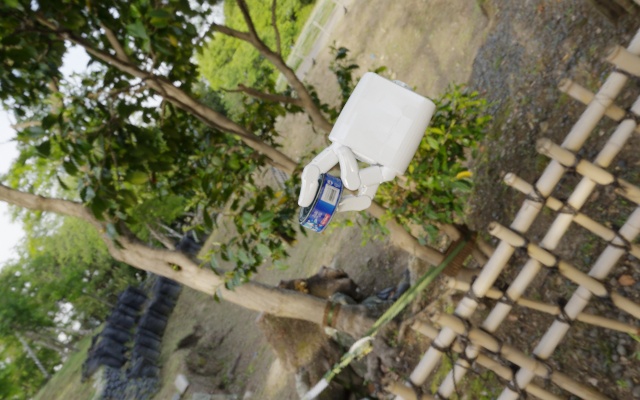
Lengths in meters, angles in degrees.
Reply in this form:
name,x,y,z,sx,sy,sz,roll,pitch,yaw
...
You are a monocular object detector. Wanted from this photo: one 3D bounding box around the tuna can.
name,x,y,z,sx,sy,sz,roll,pitch,yaw
tuna can,0.000,0.002,0.699,0.034,0.086,0.086,24,-6,-12
